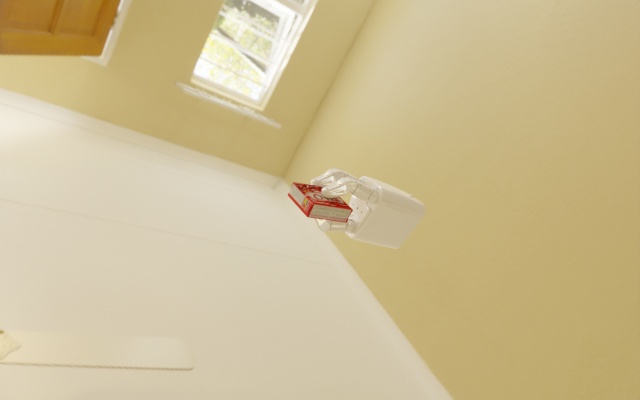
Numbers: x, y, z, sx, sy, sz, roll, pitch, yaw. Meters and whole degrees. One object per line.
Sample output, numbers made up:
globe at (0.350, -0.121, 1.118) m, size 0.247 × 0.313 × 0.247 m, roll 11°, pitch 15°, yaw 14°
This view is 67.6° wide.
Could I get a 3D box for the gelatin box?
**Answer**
gelatin box at (0.000, 0.003, 0.805) m, size 0.089 × 0.030 × 0.073 m, roll 9°, pitch 25°, yaw -38°
